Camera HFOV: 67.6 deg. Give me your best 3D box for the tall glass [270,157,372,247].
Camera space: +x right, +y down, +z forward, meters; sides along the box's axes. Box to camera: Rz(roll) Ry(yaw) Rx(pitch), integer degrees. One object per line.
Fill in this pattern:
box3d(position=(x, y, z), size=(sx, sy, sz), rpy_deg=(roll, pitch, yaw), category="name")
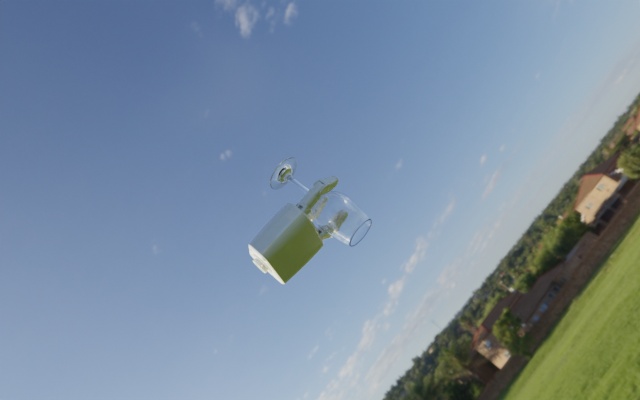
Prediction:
box3d(position=(0.000, 0.002, 0.898), size=(0.201, 0.079, 0.079), rpy_deg=(37, 16, 22), category="tall glass")
